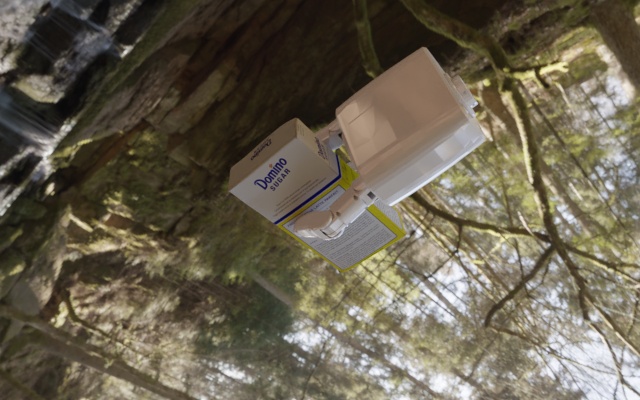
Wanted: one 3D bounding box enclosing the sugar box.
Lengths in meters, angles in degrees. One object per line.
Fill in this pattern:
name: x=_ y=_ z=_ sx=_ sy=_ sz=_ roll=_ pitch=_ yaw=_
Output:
sugar box: x=0.000 y=0.001 z=0.502 sx=0.093 sy=0.048 sz=0.176 roll=-35 pitch=-57 yaw=22
